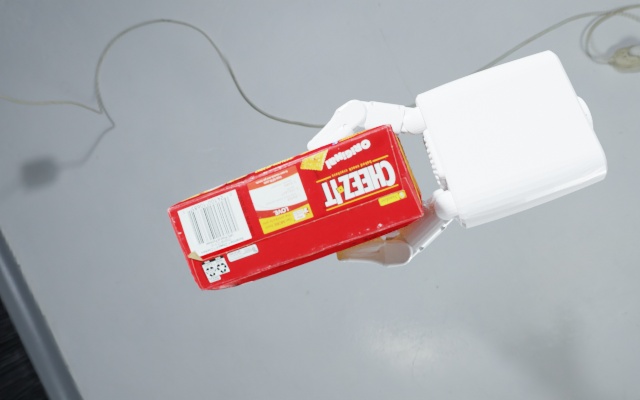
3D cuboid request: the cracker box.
[{"bbox_3d":[0.000,0.001,0.410,0.164,0.072,0.213,-20,0,12],"label":"cracker box"}]
